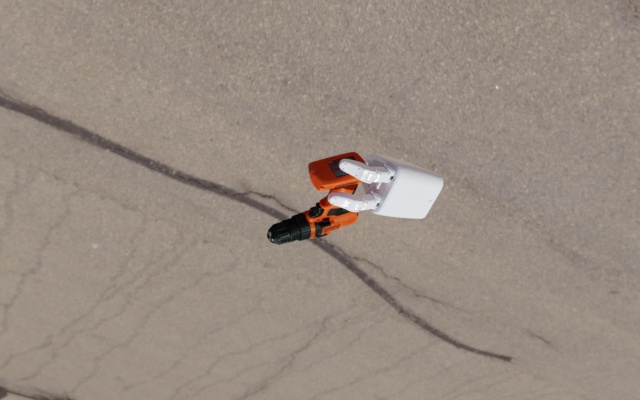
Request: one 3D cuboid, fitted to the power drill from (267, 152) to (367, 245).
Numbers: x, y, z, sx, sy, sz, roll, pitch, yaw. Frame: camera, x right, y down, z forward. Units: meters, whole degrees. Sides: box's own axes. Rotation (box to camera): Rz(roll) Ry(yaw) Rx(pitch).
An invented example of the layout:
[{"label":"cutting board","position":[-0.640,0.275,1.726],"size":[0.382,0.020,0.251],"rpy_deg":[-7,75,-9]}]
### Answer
[{"label":"power drill","position":[0.000,0.002,0.842],"size":[0.184,0.057,0.188],"rpy_deg":[-17,-28,-25]}]
